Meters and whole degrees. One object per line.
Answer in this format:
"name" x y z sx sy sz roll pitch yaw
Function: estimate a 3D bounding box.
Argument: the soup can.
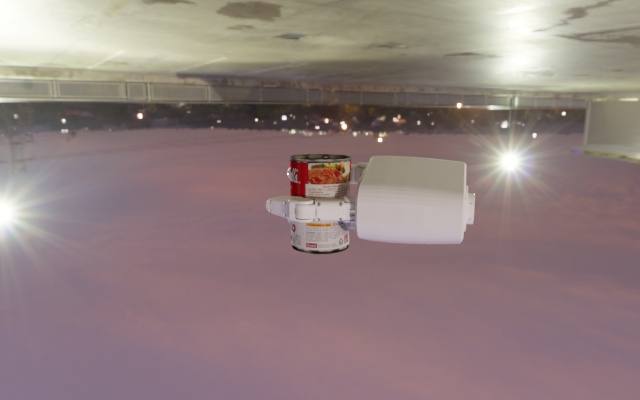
"soup can" 0.000 0.002 0.532 0.068 0.102 0.068 0 11 0
